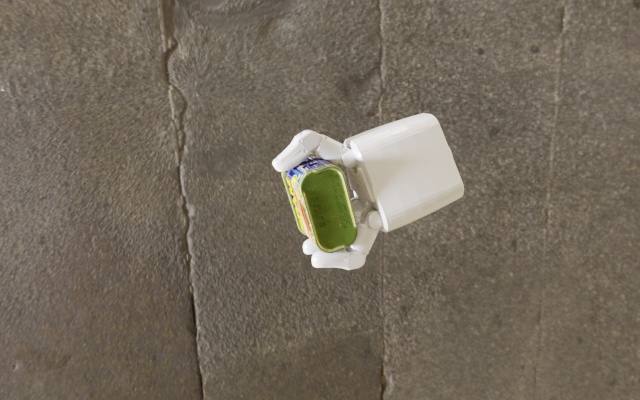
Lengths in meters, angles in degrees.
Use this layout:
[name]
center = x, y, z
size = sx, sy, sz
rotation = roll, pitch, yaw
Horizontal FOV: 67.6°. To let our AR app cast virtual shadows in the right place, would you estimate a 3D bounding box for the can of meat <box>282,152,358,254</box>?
[can of meat]
center = 0.000, 0.002, 0.547
size = 0.057, 0.102, 0.084
rotation = -19, 17, -10
